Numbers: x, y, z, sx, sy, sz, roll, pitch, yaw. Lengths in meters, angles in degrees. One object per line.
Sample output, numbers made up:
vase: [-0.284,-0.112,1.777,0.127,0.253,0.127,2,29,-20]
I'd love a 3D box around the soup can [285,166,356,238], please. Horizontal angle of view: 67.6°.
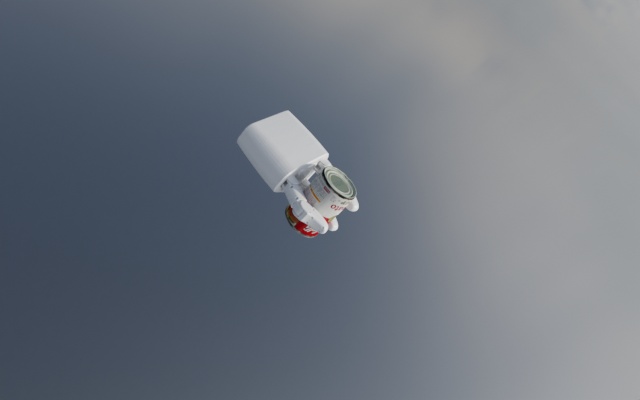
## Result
soup can: [0.001,0.003,0.759,0.068,0.068,0.102,0,-38,-51]
